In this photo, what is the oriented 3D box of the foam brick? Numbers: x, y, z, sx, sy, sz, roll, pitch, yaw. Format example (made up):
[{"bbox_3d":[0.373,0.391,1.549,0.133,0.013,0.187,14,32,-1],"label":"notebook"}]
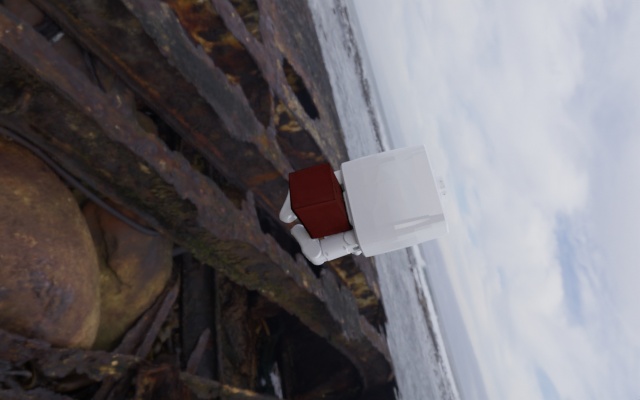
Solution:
[{"bbox_3d":[0.000,0.002,0.559,0.051,0.053,0.078,-14,-33,11],"label":"foam brick"}]
